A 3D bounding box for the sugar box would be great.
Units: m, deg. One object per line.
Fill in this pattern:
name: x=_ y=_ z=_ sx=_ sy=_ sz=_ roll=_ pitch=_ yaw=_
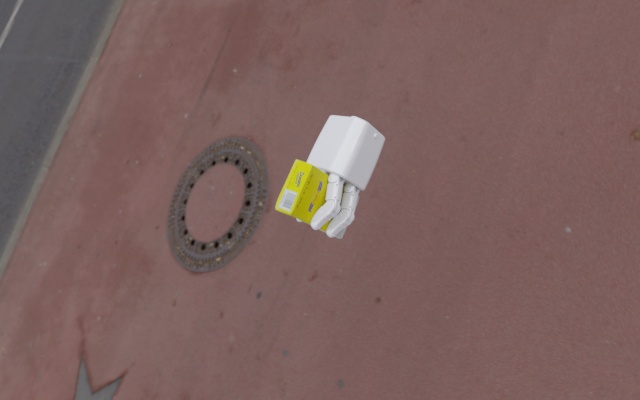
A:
sugar box: x=0.001 y=0.003 z=0.855 sx=0.048 sy=0.093 sz=0.176 roll=22 pitch=-4 yaw=38
